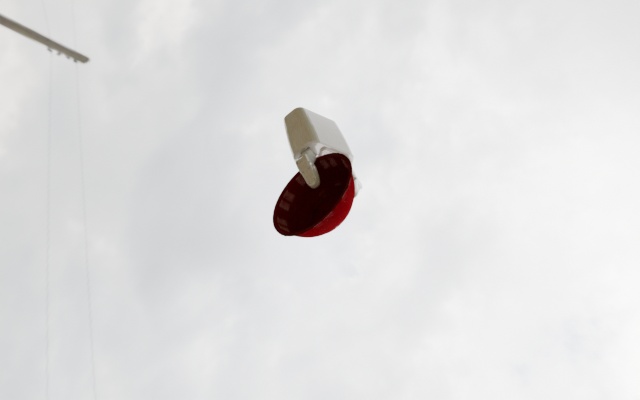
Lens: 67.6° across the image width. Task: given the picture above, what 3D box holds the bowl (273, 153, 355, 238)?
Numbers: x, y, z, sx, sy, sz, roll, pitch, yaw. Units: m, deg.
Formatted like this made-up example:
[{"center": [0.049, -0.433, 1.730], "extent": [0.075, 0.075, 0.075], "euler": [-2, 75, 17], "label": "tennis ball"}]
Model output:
[{"center": [0.000, 0.004, 0.765], "extent": [0.162, 0.162, 0.055], "euler": [0, -36, 50], "label": "bowl"}]
